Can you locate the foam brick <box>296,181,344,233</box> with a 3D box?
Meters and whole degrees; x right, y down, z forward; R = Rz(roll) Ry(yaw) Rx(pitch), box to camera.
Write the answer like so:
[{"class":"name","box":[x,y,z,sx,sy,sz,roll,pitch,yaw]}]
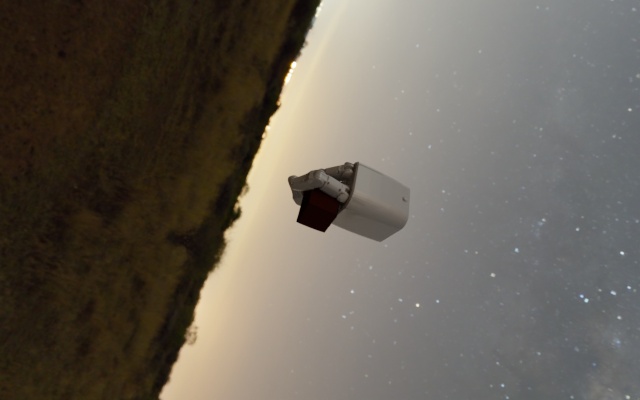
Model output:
[{"class":"foam brick","box":[0.000,0.003,0.777,0.051,0.078,0.053,24,-44,-11]}]
